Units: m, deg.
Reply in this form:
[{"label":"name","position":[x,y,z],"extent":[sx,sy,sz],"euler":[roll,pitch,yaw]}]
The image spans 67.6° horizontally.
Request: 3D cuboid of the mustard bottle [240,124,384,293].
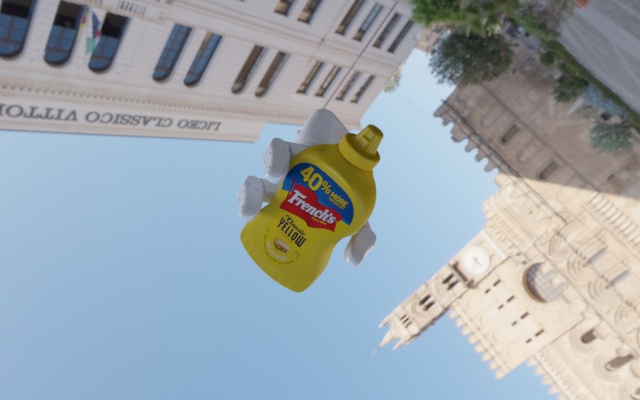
[{"label":"mustard bottle","position":[0.000,0.002,0.481],"extent":[0.096,0.192,0.058],"euler":[43,29,9]}]
